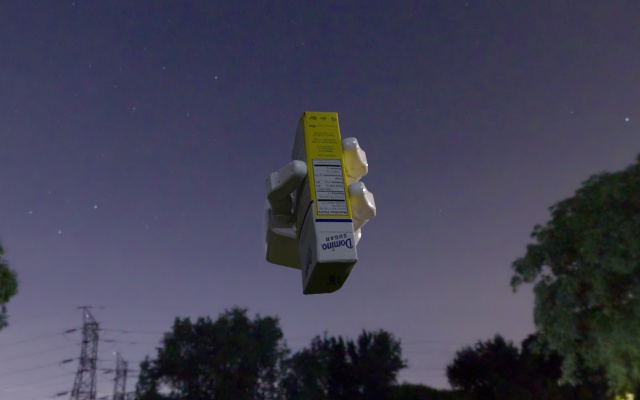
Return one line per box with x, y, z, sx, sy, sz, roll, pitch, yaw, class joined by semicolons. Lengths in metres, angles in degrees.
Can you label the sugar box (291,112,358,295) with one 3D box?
0.001;0.002;0.510;0.048;0.176;0.093;-2;-29;-13;sugar box
